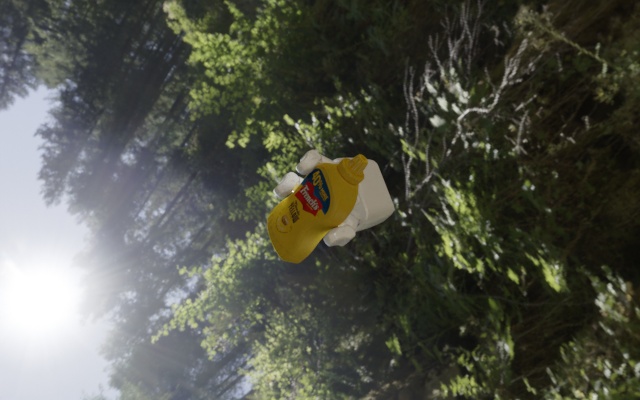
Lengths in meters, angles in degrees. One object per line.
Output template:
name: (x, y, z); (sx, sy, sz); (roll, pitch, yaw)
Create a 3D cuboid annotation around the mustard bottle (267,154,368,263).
mustard bottle: (0.000, 0.002, 0.697); (0.058, 0.096, 0.192); (19, -52, -39)
